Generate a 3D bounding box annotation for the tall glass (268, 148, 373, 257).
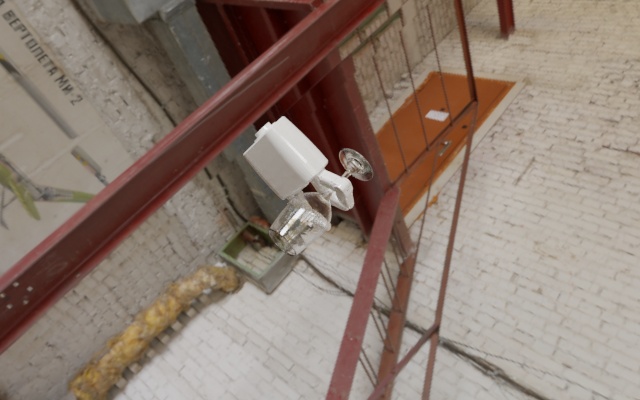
[{"bbox_3d":[0.001,0.002,0.808,0.201,0.079,0.079,-47,23,-23],"label":"tall glass"}]
